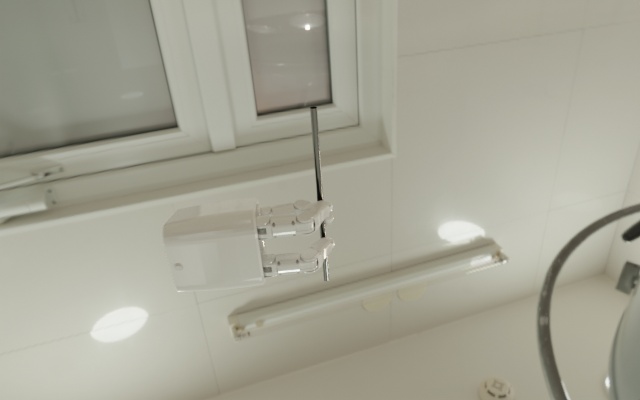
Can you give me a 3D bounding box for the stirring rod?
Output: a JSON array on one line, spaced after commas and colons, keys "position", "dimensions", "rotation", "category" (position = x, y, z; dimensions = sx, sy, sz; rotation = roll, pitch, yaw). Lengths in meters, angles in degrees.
[{"position": [0.000, 0.002, 0.588], "dimensions": [0.011, 0.240, 0.011], "rotation": [-3, 29, 2], "category": "stirring rod"}]
